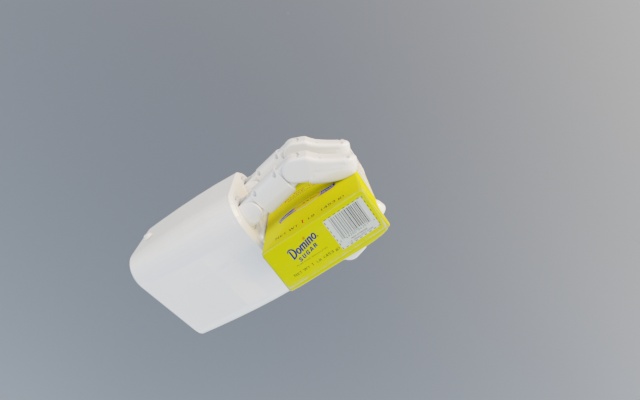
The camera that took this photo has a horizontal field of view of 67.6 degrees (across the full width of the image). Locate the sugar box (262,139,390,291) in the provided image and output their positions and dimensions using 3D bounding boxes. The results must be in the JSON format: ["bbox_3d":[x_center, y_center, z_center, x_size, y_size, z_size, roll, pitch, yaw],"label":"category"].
[{"bbox_3d":[0.000,0.001,0.434,0.093,0.048,0.176,-33,20,8],"label":"sugar box"}]
